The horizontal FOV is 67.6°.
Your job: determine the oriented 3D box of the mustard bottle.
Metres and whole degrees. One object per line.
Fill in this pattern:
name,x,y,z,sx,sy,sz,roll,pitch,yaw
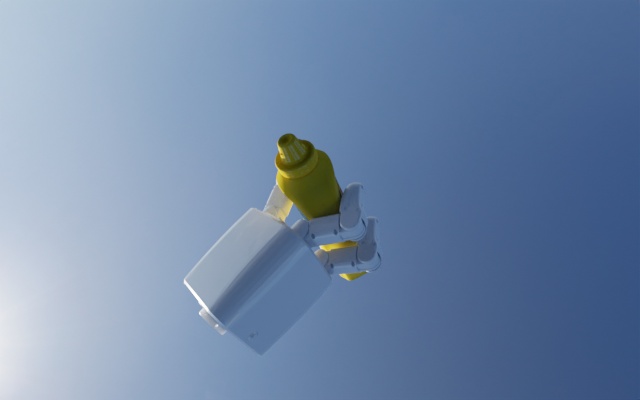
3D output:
mustard bottle,0.000,0.002,0.507,0.058,0.096,0.192,-28,-44,2
